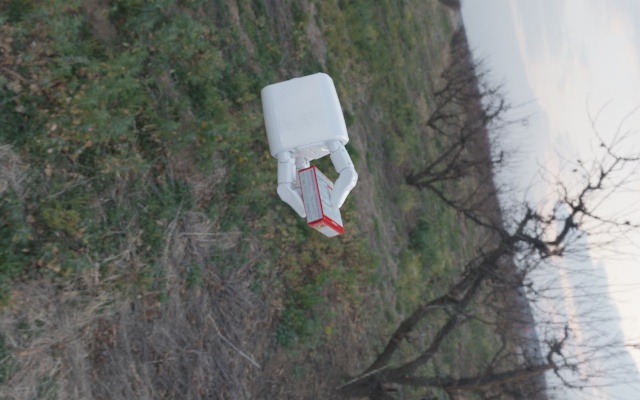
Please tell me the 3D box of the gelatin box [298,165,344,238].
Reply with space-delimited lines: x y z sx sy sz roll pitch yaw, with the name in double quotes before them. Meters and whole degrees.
"gelatin box" 0.001 0.002 0.702 0.030 0.089 0.073 -21 -26 18
